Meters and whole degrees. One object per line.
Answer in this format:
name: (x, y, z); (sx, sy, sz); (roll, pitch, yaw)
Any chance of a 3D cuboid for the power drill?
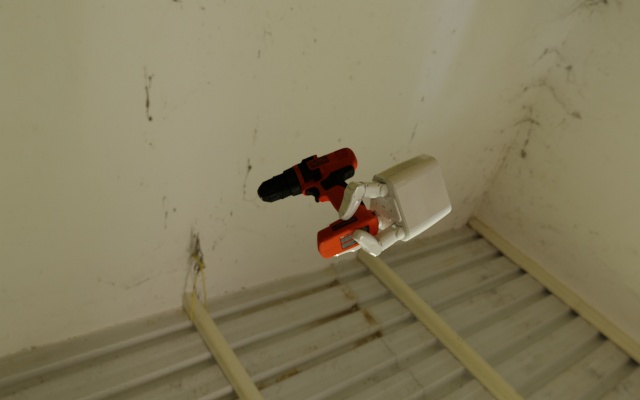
power drill: (0.001, 0.003, 0.797); (0.184, 0.187, 0.057); (-24, -38, -4)
